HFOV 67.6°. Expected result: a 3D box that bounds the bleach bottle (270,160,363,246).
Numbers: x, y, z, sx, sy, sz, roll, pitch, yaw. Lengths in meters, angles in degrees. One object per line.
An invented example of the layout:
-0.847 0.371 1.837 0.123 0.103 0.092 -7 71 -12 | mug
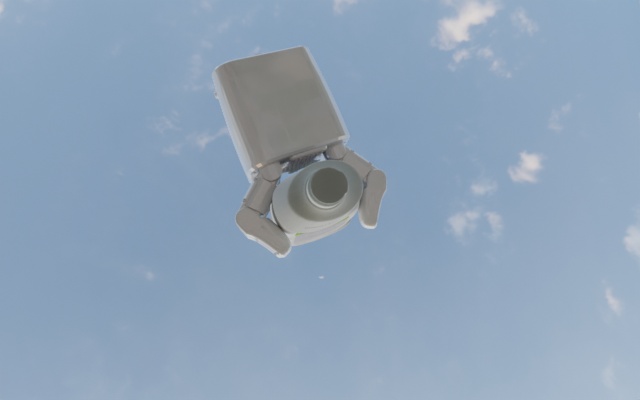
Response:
0.000 0.002 0.482 0.102 0.068 0.251 -22 -4 -9 | bleach bottle
